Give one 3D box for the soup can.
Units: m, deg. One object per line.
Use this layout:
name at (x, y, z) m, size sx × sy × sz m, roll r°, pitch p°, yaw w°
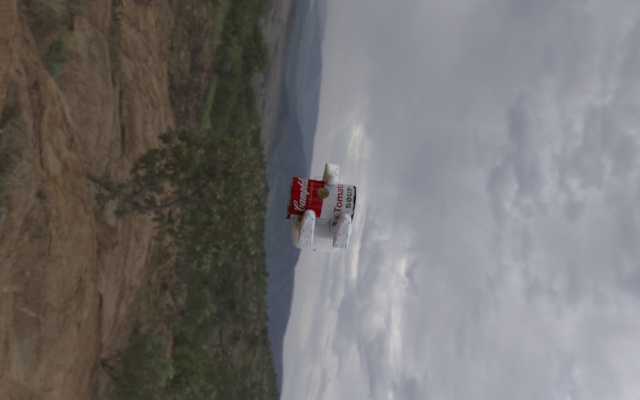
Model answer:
soup can at (0.000, 0.002, 0.747) m, size 0.102 × 0.068 × 0.068 m, roll 8°, pitch -1°, yaw -4°
